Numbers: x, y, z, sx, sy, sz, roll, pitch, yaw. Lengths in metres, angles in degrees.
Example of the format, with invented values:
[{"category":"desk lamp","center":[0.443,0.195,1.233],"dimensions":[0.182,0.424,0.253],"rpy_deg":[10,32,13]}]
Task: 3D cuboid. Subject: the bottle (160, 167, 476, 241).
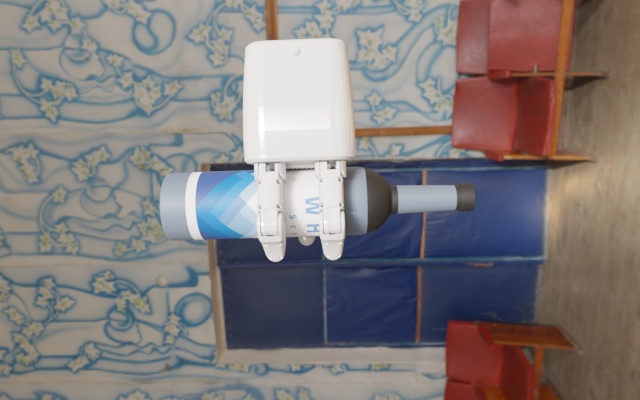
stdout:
[{"category":"bottle","center":[0.000,0.002,0.467],"dimensions":[0.296,0.069,0.069],"rpy_deg":[-2,0,1]}]
